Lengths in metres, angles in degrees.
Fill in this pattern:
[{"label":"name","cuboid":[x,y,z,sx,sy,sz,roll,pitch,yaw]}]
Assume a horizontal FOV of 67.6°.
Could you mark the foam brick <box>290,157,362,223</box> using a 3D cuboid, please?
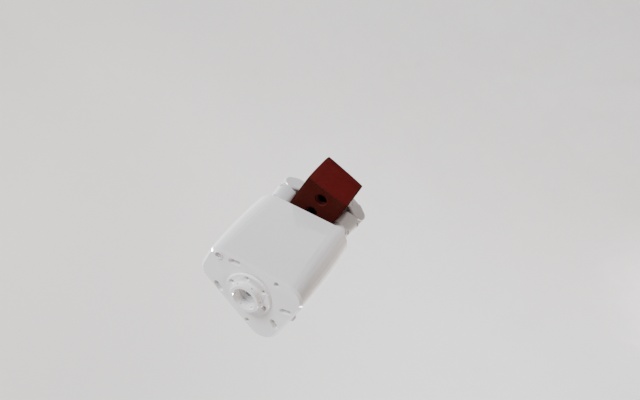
[{"label":"foam brick","cuboid":[0.000,0.001,0.542,0.078,0.053,0.051,-52,-3,39]}]
